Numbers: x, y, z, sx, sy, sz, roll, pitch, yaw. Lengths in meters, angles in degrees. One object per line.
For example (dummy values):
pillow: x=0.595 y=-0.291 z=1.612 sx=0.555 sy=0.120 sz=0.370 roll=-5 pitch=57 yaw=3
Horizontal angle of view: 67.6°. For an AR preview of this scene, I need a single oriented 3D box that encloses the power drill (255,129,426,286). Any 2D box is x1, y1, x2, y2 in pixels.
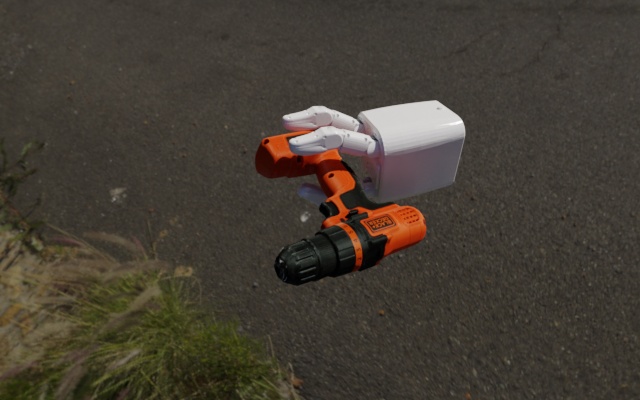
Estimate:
power drill: x=0.000 y=0.001 z=0.534 sx=0.184 sy=0.057 sz=0.187 roll=-14 pitch=52 yaw=-33
